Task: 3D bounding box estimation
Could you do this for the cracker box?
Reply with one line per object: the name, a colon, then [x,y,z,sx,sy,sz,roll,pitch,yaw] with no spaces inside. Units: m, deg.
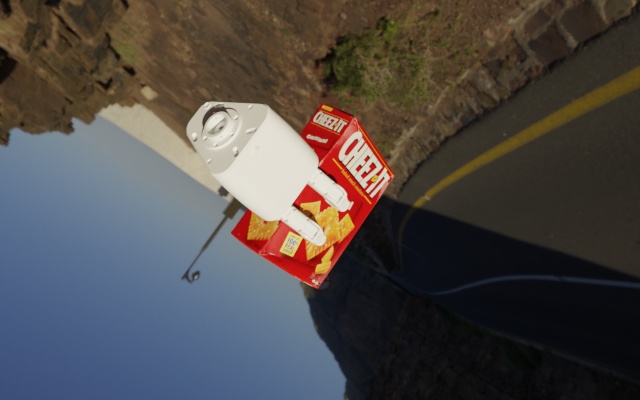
cracker box: [0.000,0.002,0.668,0.072,0.213,0.164,30,-9,36]
